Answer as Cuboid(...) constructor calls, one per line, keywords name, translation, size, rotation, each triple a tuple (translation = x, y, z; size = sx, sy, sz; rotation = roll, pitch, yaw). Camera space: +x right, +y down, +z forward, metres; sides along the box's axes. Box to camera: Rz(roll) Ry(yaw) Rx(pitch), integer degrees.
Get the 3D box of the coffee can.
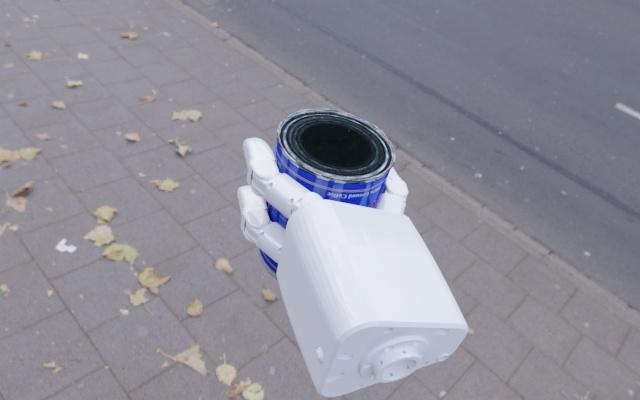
Cuboid(name="coffee can", translation=(0.000, 0.001, 0.446), size=(0.103, 0.140, 0.102), rotation=(9, 41, -8))
